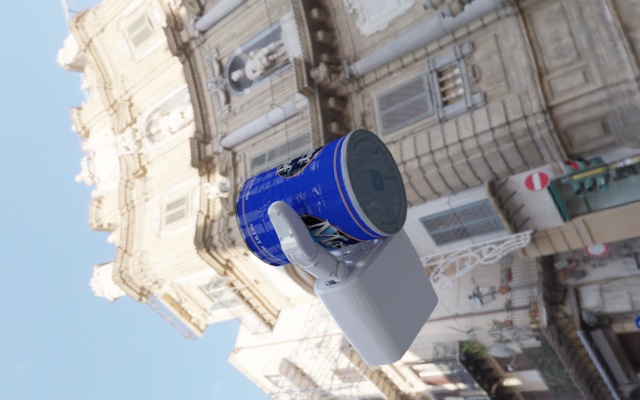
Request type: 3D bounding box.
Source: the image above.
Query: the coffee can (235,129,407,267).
[{"bbox_3d":[0.000,0.001,0.478,0.140,0.103,0.103,-20,-12,34],"label":"coffee can"}]
